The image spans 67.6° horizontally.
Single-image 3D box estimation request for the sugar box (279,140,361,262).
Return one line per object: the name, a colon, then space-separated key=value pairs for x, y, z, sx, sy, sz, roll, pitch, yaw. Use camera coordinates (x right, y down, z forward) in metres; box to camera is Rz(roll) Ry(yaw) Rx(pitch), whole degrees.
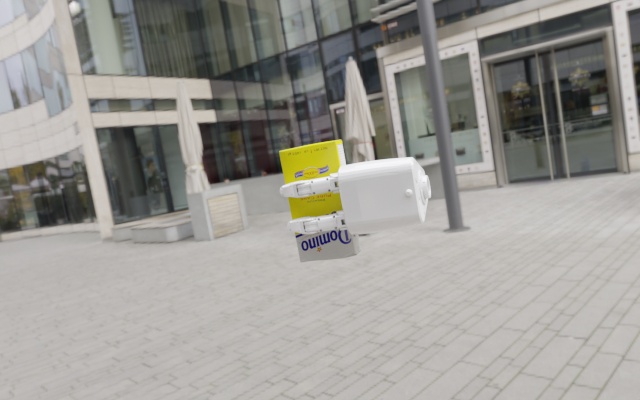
sugar box: x=0.000 y=0.002 z=0.731 sx=0.093 sy=0.176 sz=0.048 roll=-9 pitch=5 yaw=18
